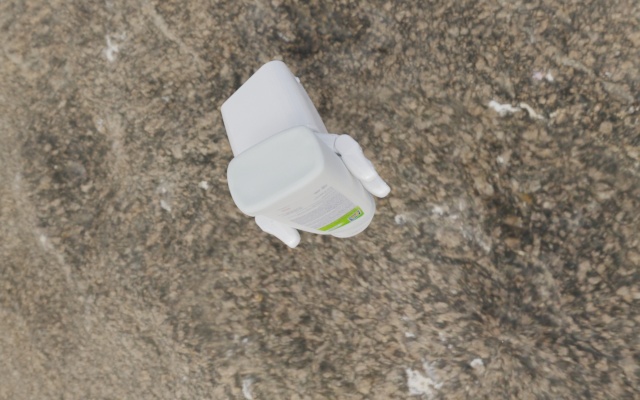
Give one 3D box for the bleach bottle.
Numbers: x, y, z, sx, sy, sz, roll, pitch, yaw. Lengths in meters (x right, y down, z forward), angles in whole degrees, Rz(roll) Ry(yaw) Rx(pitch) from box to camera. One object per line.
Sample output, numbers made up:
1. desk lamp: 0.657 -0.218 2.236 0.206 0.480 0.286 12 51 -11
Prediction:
1. bleach bottle: 0.000 0.002 0.556 0.102 0.068 0.251 -27 -23 12
